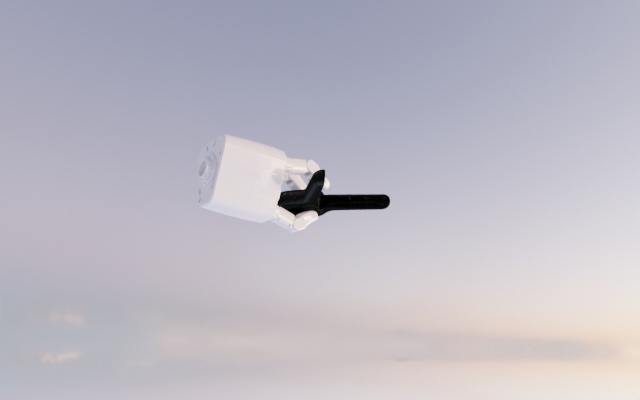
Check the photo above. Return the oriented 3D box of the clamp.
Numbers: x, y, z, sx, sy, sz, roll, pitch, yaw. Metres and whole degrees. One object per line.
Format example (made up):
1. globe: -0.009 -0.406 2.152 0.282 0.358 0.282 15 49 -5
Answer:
1. clamp: 0.000 0.003 0.805 0.164 0.036 0.210 17 -22 -35
